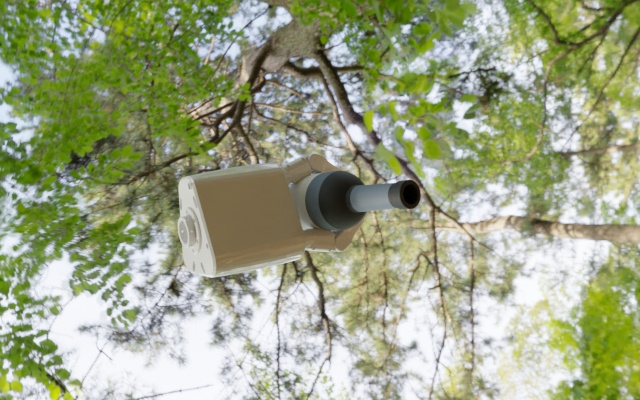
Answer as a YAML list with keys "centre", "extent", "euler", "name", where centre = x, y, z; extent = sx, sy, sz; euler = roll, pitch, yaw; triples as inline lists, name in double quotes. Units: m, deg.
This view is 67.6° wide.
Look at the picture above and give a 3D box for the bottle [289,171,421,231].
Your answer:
- centre: [0.000, 0.002, 0.559]
  extent: [0.069, 0.069, 0.296]
  euler: [0, -3, -34]
  name: "bottle"
